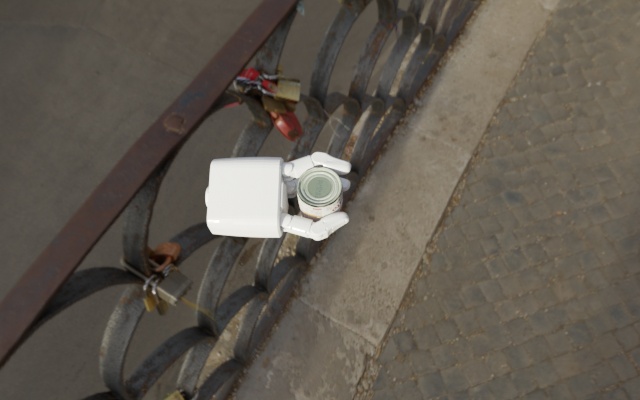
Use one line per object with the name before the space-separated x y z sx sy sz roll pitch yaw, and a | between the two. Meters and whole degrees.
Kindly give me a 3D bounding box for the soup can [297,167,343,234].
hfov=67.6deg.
soup can | 0.001 0.002 0.725 0.068 0.068 0.102 0 -28 2
